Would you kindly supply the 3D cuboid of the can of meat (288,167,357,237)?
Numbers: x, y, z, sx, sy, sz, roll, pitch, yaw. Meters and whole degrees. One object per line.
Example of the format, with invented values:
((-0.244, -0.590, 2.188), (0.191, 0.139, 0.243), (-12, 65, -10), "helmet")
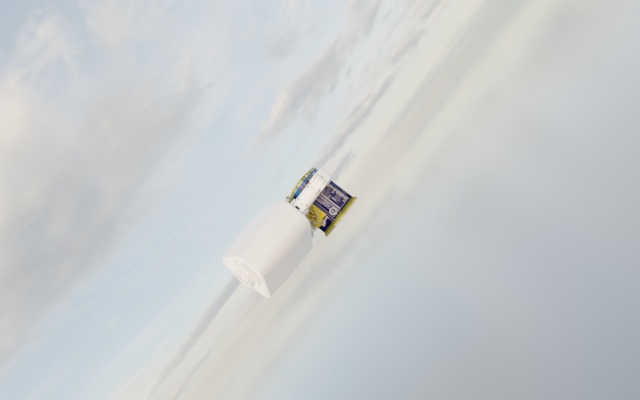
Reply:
((0.000, 0.002, 0.743), (0.084, 0.057, 0.102), (37, -20, 3), "can of meat")
